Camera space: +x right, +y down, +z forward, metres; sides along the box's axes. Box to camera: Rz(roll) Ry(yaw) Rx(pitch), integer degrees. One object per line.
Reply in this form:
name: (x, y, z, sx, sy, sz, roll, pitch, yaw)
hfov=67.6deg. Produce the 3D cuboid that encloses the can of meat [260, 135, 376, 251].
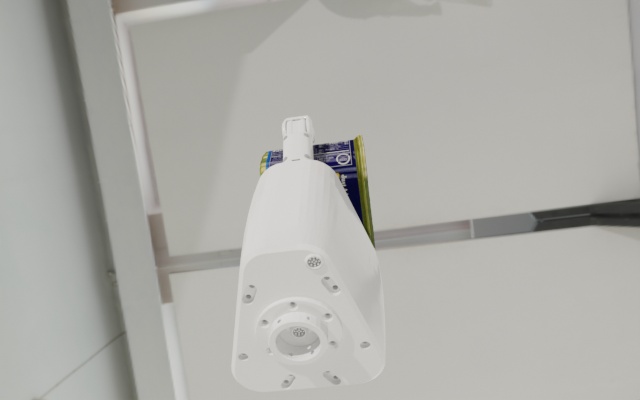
can of meat: (0.000, 0.001, 0.407, 0.084, 0.102, 0.057, -7, 31, 5)
